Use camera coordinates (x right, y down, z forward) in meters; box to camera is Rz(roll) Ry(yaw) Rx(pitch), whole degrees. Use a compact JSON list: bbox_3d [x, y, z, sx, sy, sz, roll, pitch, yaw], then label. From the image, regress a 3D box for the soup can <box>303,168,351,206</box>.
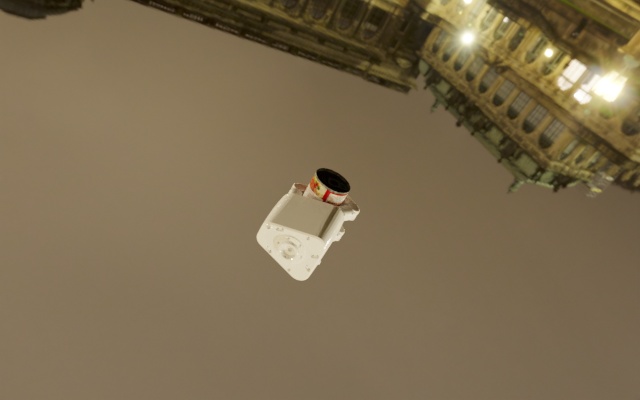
[{"bbox_3d":[0.000,0.003,0.849,0.068,0.102,0.068,22,31,-14],"label":"soup can"}]
